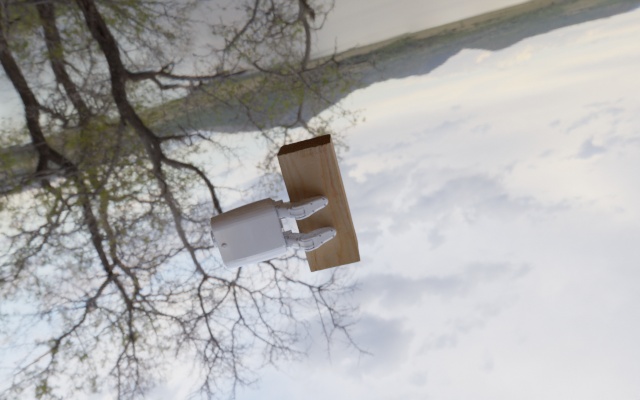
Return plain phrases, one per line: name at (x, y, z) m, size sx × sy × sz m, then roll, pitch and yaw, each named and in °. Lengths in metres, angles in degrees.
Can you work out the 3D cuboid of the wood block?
wood block at (0.000, 0.003, 0.809) m, size 0.090 × 0.206 × 0.090 m, roll -14°, pitch 17°, yaw 5°
